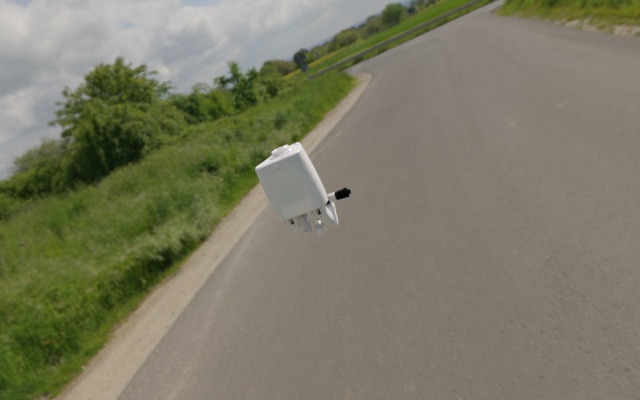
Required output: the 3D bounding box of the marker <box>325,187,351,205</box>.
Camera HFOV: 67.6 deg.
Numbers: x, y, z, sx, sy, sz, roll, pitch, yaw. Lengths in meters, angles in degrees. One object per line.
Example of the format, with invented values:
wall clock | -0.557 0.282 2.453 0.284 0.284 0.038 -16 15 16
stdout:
marker | 0.000 0.003 0.887 0.121 0.020 0.020 -21 -7 18
